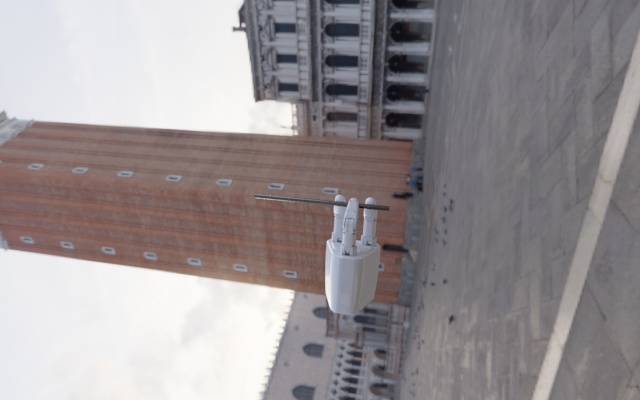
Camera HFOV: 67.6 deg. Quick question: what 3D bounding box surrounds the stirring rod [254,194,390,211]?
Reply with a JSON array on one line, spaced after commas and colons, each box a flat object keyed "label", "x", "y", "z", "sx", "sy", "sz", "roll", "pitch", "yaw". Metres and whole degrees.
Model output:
[{"label": "stirring rod", "x": 0.000, "y": 0.003, "z": 0.838, "sx": 0.239, "sy": 0.011, "sz": 0.011, "roll": 5, "pitch": 1, "yaw": 10}]
